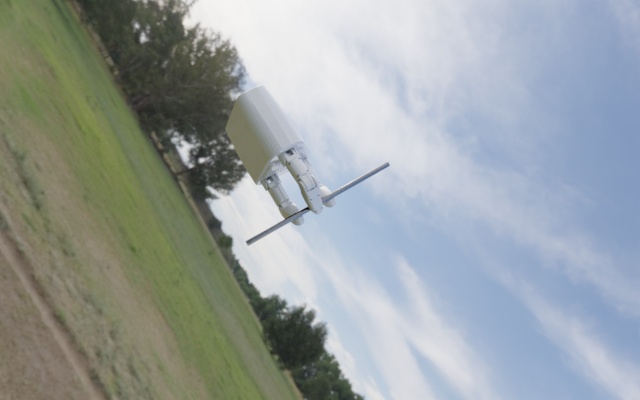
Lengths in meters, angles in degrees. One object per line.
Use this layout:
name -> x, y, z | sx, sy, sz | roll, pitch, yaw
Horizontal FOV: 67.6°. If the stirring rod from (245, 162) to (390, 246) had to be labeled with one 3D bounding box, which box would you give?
stirring rod -> 0.000, 0.002, 0.685 | 0.239, 0.011, 0.011 | -29, 8, -15
